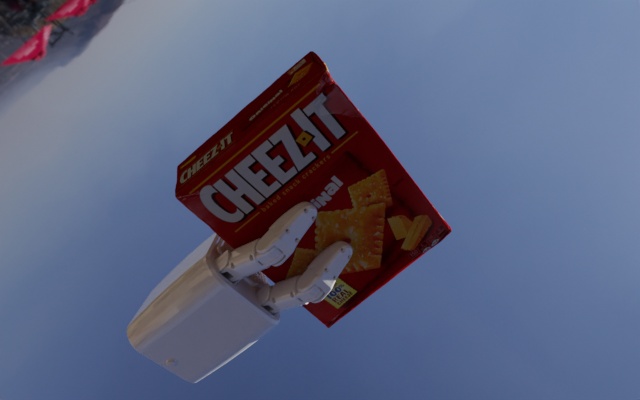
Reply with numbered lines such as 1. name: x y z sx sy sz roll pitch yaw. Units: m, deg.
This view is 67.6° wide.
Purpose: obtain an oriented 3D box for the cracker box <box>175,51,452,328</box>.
1. cracker box: 0.000 0.002 0.450 0.164 0.214 0.072 -39 30 8
